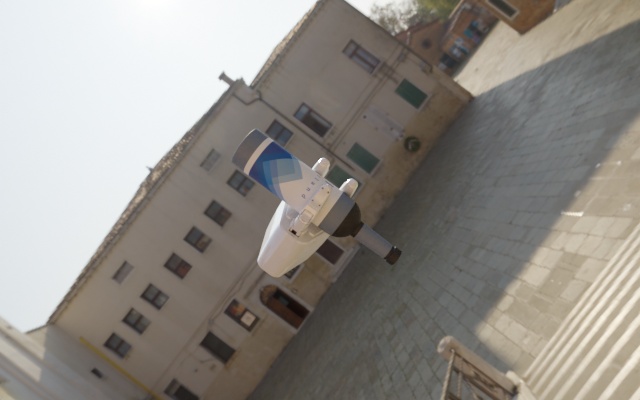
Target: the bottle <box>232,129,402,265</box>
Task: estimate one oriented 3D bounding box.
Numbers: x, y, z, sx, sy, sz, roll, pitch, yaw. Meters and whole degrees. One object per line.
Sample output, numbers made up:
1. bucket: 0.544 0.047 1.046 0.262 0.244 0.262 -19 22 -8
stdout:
1. bottle: 0.000 0.002 0.741 0.296 0.069 0.069 37 0 0
